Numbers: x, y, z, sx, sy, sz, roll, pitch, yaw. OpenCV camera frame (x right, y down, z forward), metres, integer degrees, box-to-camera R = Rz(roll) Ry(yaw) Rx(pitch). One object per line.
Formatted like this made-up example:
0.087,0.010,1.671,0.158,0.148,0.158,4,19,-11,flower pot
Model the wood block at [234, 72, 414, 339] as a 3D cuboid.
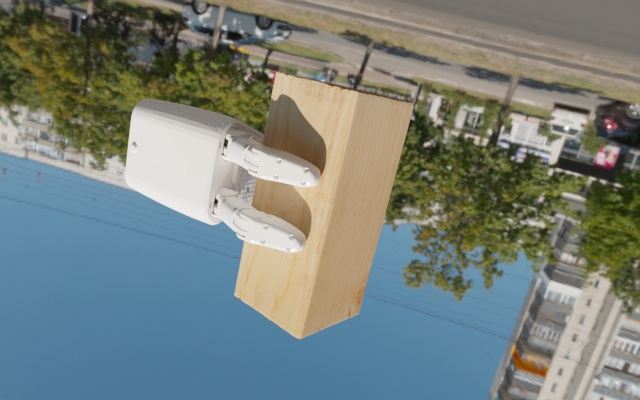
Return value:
0.000,0.001,0.429,0.090,0.206,0.091,23,18,35,wood block
